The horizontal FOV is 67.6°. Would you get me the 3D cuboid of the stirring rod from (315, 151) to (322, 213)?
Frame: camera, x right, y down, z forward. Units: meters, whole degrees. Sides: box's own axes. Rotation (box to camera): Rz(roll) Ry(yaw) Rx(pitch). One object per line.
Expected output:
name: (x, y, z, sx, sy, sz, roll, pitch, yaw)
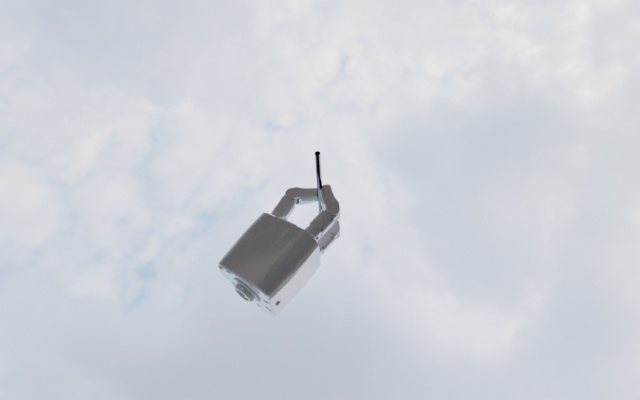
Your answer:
stirring rod: (0.000, 0.002, 0.752, 0.011, 0.011, 0.240, 0, -34, 2)
